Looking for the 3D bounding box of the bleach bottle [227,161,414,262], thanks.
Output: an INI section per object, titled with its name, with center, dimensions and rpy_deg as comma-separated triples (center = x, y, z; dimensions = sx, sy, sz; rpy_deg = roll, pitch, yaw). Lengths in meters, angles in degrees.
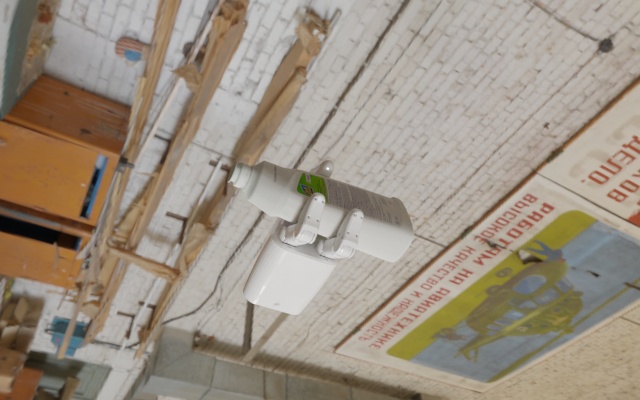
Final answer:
[bleach bottle]
center = 0.000, 0.002, 0.634
dimensions = 0.251, 0.068, 0.102
rpy_deg = 21, 28, -21
